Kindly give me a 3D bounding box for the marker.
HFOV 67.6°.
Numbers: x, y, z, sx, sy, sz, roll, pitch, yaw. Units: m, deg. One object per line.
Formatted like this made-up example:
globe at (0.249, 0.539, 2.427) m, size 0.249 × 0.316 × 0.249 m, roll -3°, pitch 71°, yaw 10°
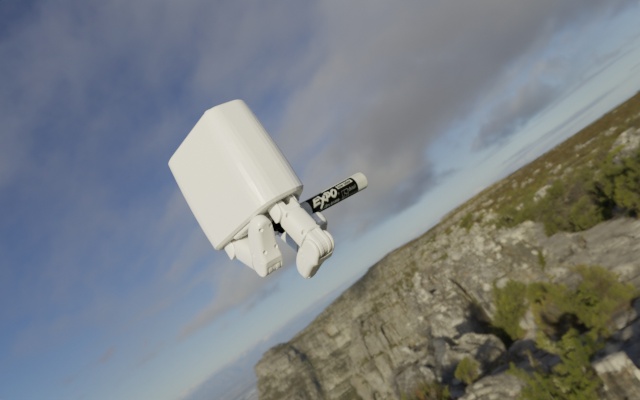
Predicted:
marker at (0.000, 0.002, 0.477) m, size 0.121 × 0.020 × 0.020 m, roll -28°, pitch 16°, yaw -34°
